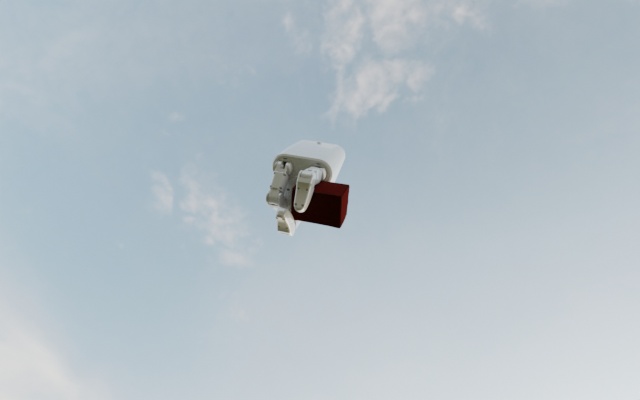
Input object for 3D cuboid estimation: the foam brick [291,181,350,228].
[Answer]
[{"bbox_3d":[0.000,0.003,0.714,0.078,0.053,0.051,10,24,14],"label":"foam brick"}]
